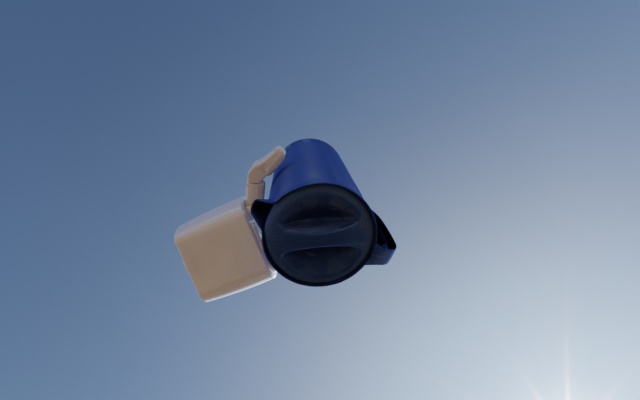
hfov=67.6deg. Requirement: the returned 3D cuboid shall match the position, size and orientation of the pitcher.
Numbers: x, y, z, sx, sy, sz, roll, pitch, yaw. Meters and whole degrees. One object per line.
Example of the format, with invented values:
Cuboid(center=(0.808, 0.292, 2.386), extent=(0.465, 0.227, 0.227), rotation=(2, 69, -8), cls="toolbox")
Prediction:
Cuboid(center=(0.000, 0.002, 0.650), extent=(0.145, 0.149, 0.242), rotation=(-22, 23, 5), cls="pitcher")
